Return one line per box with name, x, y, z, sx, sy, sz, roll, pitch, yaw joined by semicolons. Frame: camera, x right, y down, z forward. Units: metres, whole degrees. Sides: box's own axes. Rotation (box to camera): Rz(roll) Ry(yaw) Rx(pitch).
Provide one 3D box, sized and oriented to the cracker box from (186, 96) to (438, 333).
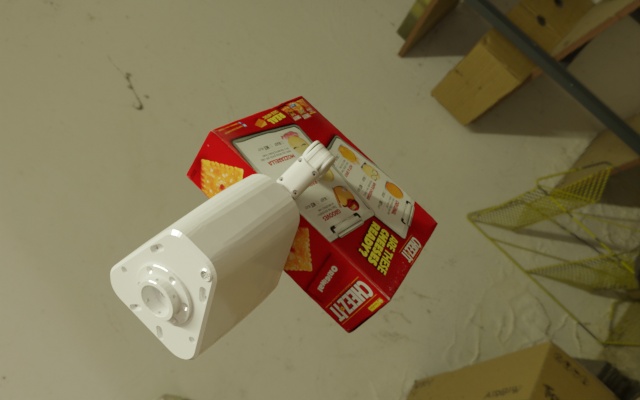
cracker box;0.000;0.001;0.486;0.072;0.213;0.164;-50;-6;35
